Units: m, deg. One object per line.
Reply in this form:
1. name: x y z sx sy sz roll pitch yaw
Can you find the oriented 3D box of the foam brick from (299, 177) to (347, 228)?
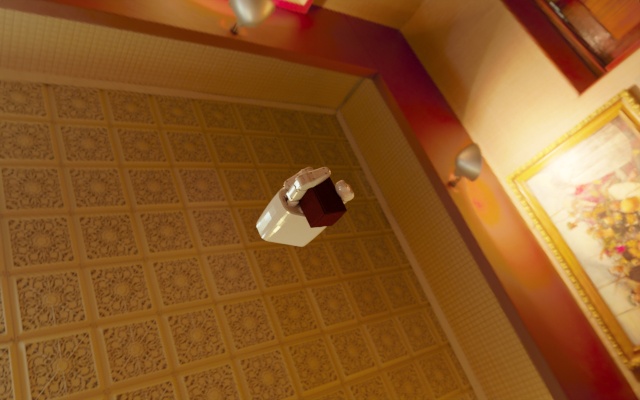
1. foam brick: 0.000 0.003 0.845 0.053 0.078 0.051 -4 -32 -40
